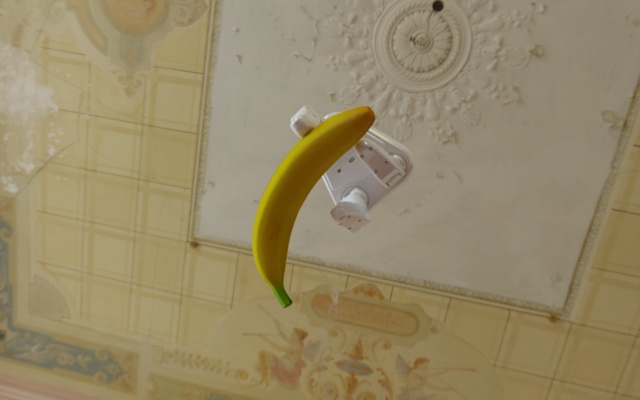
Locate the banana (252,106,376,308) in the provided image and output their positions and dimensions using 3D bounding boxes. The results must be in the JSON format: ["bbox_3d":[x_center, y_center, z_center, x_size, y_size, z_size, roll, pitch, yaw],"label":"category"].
[{"bbox_3d":[-0.018,-0.003,0.439,0.069,0.198,0.037,25,12,10],"label":"banana"}]
